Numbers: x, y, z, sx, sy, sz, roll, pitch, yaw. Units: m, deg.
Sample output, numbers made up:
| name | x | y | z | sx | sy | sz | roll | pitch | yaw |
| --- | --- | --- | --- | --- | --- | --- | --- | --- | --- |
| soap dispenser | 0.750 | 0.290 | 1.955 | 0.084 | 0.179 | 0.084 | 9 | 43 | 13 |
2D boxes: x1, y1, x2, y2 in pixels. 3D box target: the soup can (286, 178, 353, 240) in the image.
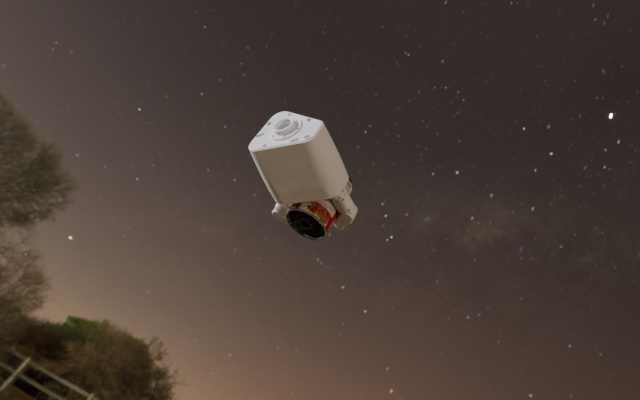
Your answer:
| name | x | y | z | sx | sy | sz | roll | pitch | yaw |
| --- | --- | --- | --- | --- | --- | --- | --- | --- | --- |
| soup can | 0.001 | 0.003 | 0.751 | 0.068 | 0.102 | 0.069 | 22 | -35 | 16 |
